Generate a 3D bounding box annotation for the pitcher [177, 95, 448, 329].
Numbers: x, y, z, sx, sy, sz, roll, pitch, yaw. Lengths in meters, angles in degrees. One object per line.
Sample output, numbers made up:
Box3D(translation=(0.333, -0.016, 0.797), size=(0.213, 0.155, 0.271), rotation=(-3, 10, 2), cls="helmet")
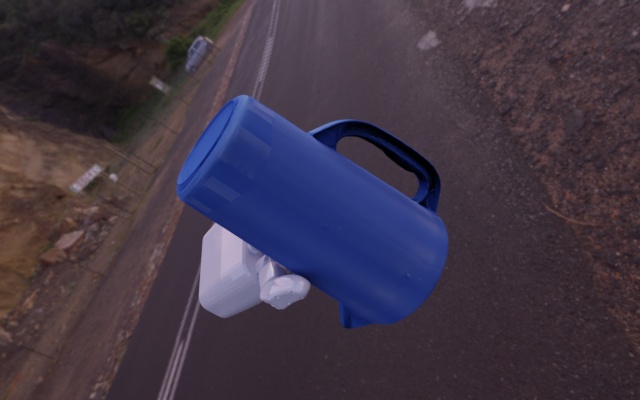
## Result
Box3D(translation=(0.000, 0.002, 0.457), size=(0.243, 0.149, 0.145), rotation=(34, -46, -24), cls="pitcher")
